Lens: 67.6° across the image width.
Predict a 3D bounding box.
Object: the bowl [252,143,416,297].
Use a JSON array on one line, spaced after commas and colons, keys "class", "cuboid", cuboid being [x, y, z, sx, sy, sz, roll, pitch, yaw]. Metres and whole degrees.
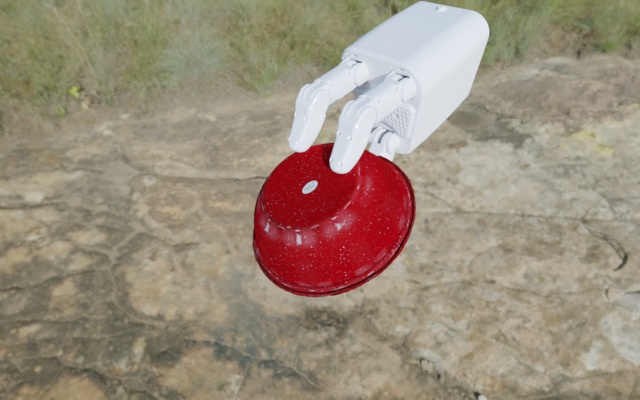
[{"class": "bowl", "cuboid": [-0.001, 0.002, 0.427, 0.162, 0.162, 0.055, 0, -34, 26]}]
